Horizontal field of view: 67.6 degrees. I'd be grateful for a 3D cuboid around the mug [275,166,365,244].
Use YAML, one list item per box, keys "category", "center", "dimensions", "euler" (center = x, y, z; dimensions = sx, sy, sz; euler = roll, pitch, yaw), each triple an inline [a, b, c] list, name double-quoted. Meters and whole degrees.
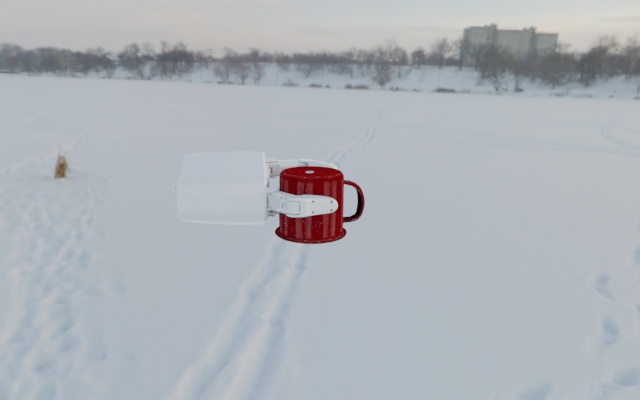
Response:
- category: "mug"
  center: [0.002, 0.002, 0.610]
  dimensions: [0.117, 0.081, 0.093]
  euler: [-1, 14, -10]
